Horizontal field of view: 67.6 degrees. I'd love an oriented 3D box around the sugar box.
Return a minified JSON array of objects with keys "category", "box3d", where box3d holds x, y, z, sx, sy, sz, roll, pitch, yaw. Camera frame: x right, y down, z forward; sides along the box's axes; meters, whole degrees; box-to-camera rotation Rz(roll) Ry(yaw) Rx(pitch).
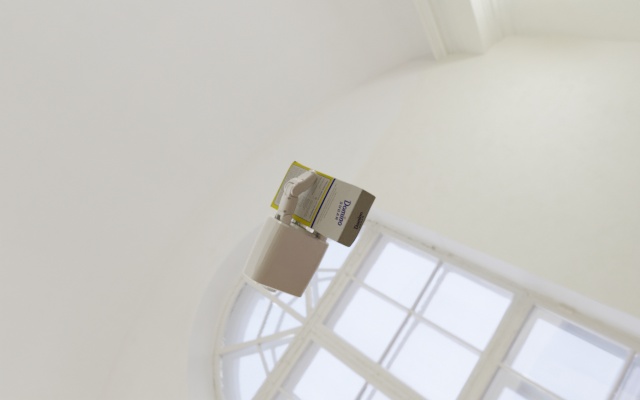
[{"category":"sugar box","box3d":[0.000,0.003,0.793,0.176,0.093,0.048,26,0,42]}]
